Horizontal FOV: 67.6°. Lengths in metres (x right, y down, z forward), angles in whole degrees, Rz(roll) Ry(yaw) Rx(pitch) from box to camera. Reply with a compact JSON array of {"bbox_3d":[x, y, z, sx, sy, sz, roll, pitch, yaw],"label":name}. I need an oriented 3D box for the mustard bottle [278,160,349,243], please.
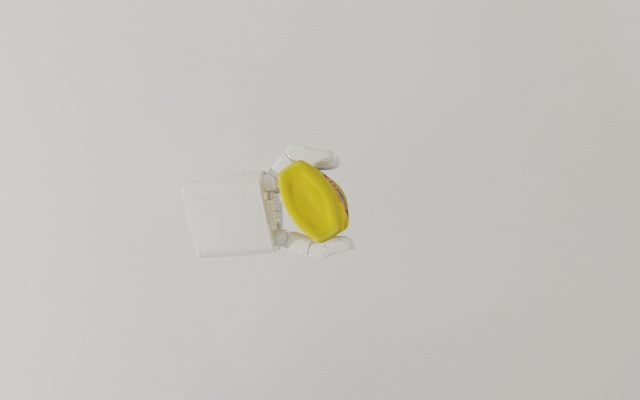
[{"bbox_3d":[0.000,0.002,0.624,0.058,0.096,0.191,-33,-5,6],"label":"mustard bottle"}]
